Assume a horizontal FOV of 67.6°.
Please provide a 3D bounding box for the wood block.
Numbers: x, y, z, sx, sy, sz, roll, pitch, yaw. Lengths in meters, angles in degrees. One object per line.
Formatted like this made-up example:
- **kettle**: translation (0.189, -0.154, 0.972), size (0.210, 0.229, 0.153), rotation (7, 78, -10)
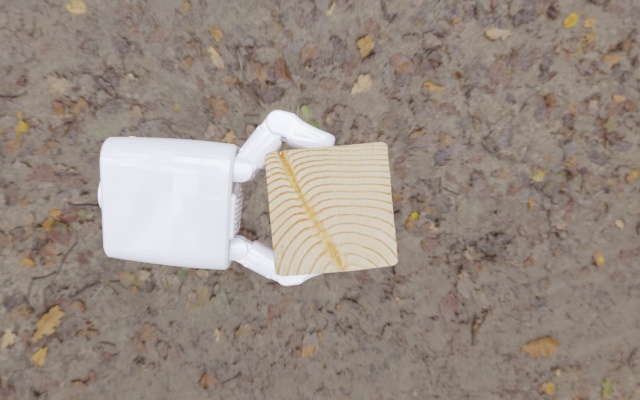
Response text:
- **wood block**: translation (0.000, 0.002, 0.438), size (0.090, 0.091, 0.206), rotation (-5, 4, -4)
